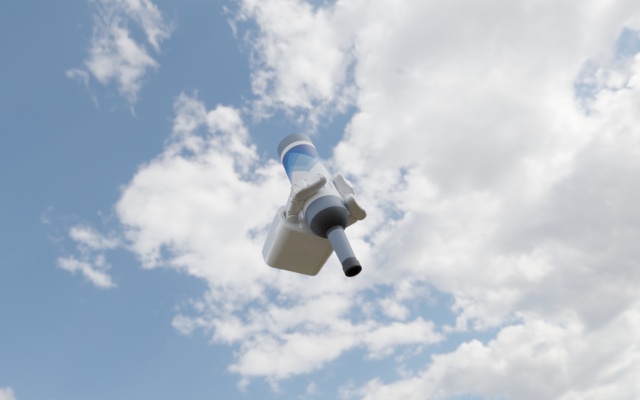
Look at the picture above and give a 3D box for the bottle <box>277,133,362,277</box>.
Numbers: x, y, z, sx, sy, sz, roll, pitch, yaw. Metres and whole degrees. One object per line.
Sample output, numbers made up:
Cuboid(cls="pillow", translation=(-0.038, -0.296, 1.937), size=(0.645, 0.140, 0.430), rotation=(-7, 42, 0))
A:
Cuboid(cls="bottle", translation=(0.000, 0.002, 0.787), size=(0.069, 0.069, 0.295), rotation=(0, 43, -27))
